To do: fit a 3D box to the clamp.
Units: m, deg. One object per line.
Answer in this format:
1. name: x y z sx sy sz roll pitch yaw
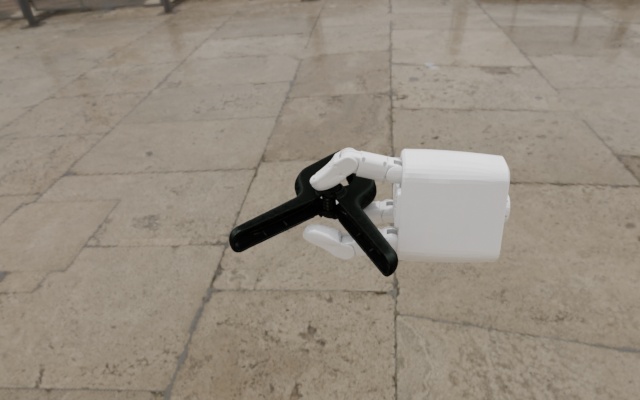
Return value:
1. clamp: 0.000 0.001 0.527 0.164 0.036 0.209 5 34 4
